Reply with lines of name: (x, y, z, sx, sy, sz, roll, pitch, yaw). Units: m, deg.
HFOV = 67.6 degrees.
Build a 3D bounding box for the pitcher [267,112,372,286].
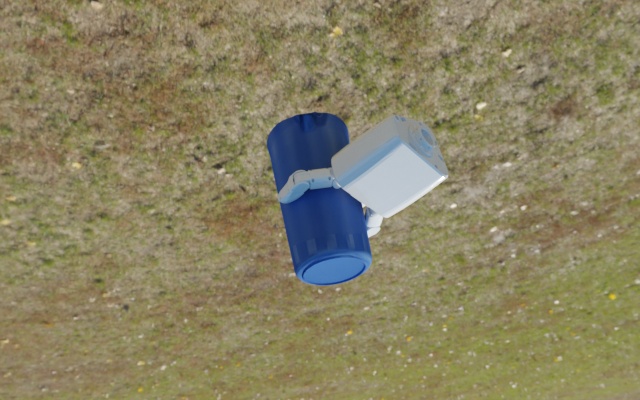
pitcher: (0.000, 0.002, 0.719, 0.149, 0.242, 0.145, 21, -44, -41)
